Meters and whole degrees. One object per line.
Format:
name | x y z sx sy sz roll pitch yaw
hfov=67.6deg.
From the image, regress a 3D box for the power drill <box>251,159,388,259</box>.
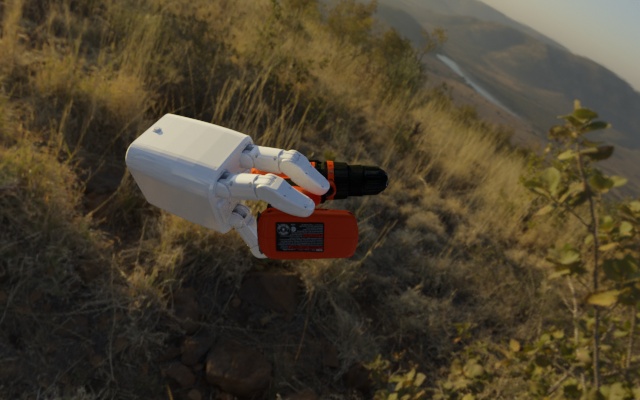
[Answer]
power drill | 0.000 0.002 0.575 0.184 0.057 0.187 -2 22 -1
